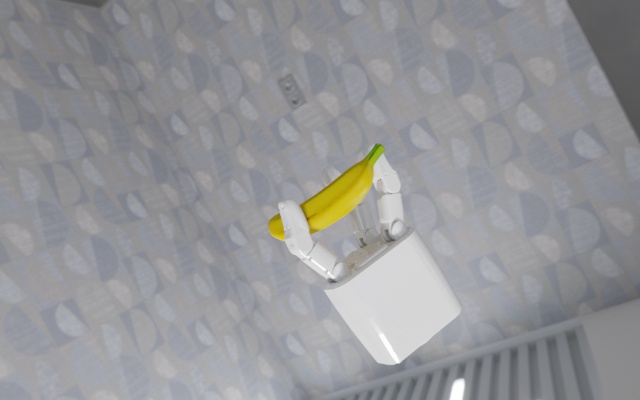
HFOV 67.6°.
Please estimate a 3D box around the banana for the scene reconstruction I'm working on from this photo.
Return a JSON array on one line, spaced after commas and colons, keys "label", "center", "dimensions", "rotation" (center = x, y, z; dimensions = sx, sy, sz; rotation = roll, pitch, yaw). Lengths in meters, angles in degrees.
[{"label": "banana", "center": [-0.005, 0.010, 0.529], "dimensions": [0.198, 0.037, 0.069], "rotation": [-32, 12, 39]}]
